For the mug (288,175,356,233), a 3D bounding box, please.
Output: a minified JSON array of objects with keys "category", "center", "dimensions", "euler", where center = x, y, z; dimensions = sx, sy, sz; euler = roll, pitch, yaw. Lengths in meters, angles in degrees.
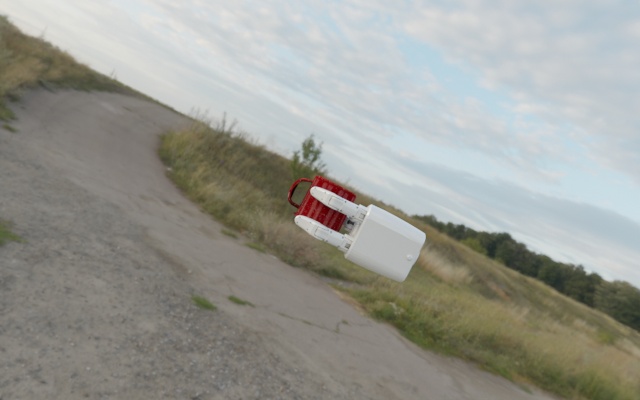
[{"category":"mug","center":[-0.001,0.002,0.843],"dimensions":[0.117,0.081,0.093],"euler":[27,2,-3]}]
